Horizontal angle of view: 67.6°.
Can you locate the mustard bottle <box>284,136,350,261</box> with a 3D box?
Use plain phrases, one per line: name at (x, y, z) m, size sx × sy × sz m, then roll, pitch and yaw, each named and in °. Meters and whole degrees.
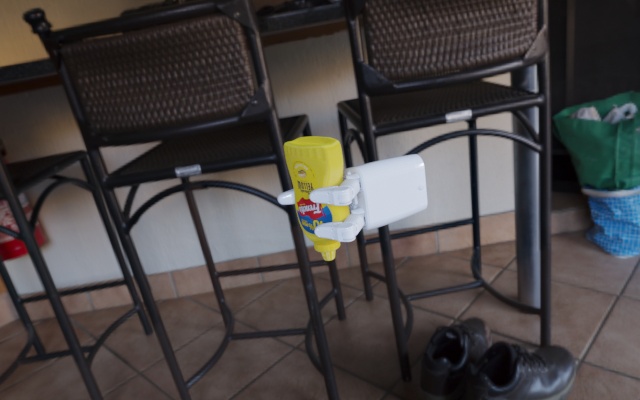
mustard bottle at (0.000, 0.002, 0.722) m, size 0.096 × 0.192 × 0.058 m, roll 11°, pitch 28°, yaw 44°
